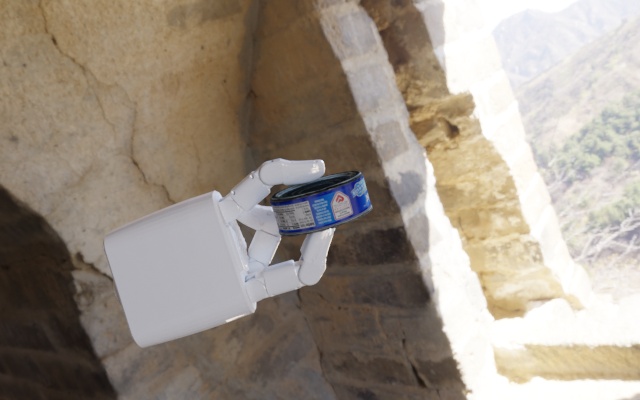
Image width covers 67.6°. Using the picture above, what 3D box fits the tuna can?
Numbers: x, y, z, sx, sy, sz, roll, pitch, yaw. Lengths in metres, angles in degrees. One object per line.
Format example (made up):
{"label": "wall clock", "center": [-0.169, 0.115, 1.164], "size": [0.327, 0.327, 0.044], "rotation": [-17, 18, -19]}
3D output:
{"label": "tuna can", "center": [0.000, 0.001, 0.420], "size": [0.086, 0.034, 0.086], "rotation": [-15, 9, 3]}
